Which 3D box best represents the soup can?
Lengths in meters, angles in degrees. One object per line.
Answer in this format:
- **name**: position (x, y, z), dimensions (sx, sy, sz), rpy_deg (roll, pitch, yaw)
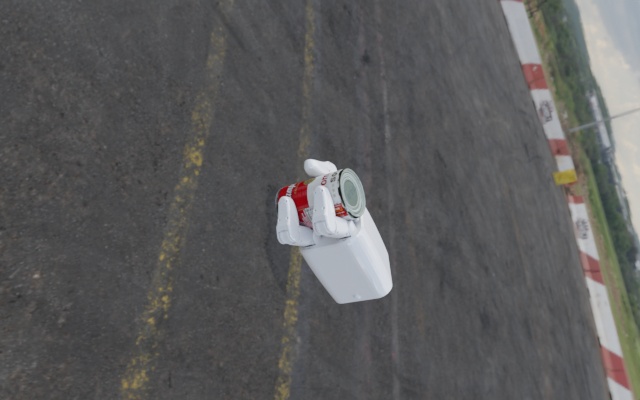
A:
- **soup can**: position (0.000, 0.002, 0.637), dimensions (0.102, 0.068, 0.068), rpy_deg (-16, -8, 30)
